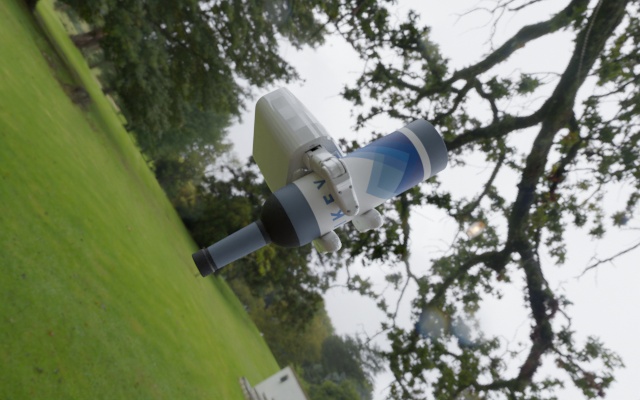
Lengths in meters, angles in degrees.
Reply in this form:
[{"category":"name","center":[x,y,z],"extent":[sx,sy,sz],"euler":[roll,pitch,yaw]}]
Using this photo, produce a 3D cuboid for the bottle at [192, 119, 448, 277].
[{"category":"bottle","center":[0.000,0.002,0.525],"extent":[0.295,0.069,0.069],"euler":[-27,6,-12]}]
